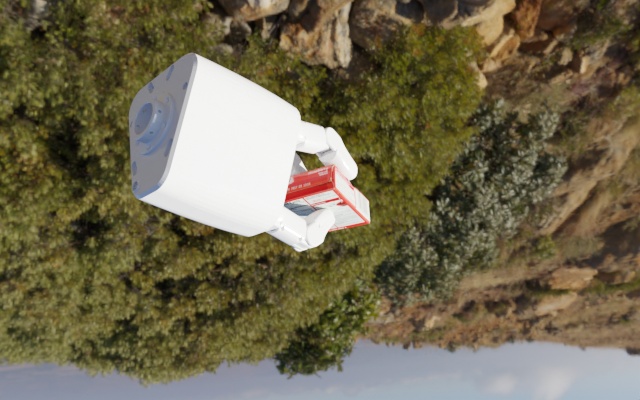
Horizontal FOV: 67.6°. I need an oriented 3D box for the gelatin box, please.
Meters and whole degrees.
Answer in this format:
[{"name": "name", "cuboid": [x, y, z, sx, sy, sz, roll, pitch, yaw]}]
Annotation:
[{"name": "gelatin box", "cuboid": [0.000, 0.002, 0.486, 0.073, 0.030, 0.089, -14, -31, 24]}]
